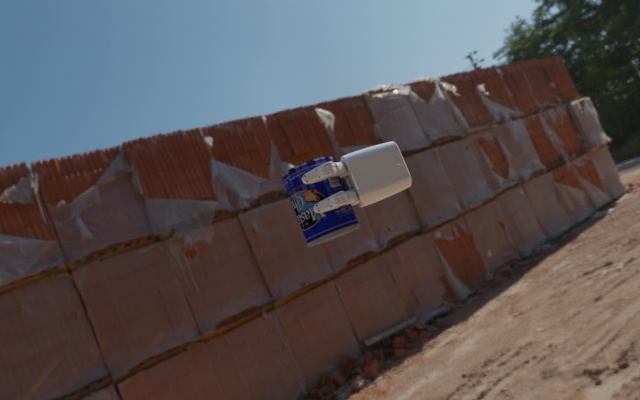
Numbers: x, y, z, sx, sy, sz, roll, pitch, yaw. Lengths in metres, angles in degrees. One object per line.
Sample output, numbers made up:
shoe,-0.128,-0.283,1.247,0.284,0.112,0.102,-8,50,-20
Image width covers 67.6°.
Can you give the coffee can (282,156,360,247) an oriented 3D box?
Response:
coffee can,0.000,0.003,0.880,0.103,0.140,0.103,-21,-7,-3
